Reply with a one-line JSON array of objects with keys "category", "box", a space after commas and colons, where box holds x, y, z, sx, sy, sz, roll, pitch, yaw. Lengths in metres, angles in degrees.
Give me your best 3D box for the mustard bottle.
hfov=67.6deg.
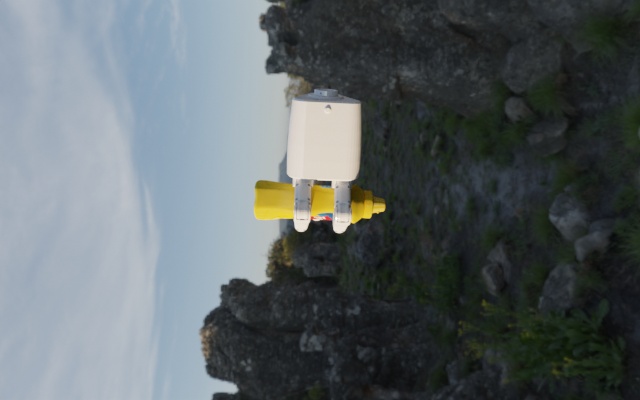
[{"category": "mustard bottle", "box": [0.000, 0.003, 0.706, 0.191, 0.058, 0.096, 2, -6, -4]}]
